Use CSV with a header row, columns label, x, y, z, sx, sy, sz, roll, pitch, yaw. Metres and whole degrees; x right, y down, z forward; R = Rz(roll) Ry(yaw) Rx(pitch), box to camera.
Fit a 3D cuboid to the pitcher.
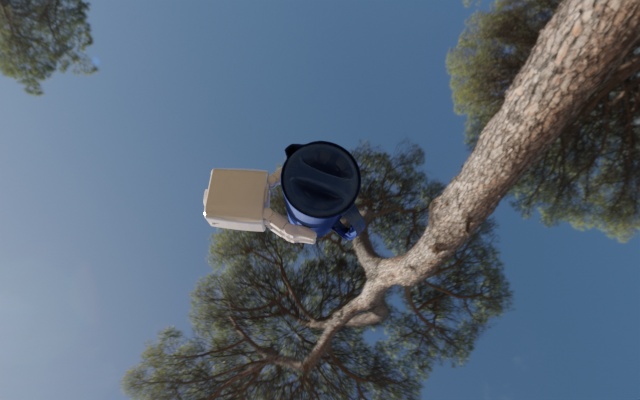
label,x,y,z,sx,sy,sz,roll,pitch,yaw
pitcher,0.000,0.003,0.885,0.145,0.149,0.243,2,-16,-3
